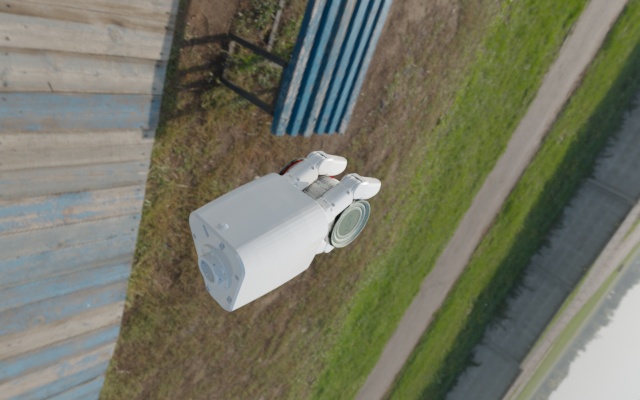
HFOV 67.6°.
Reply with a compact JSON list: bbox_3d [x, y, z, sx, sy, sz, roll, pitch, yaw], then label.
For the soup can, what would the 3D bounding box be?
[{"bbox_3d":[0.001,0.002,0.571,0.102,0.068,0.068,36,21,32],"label":"soup can"}]
